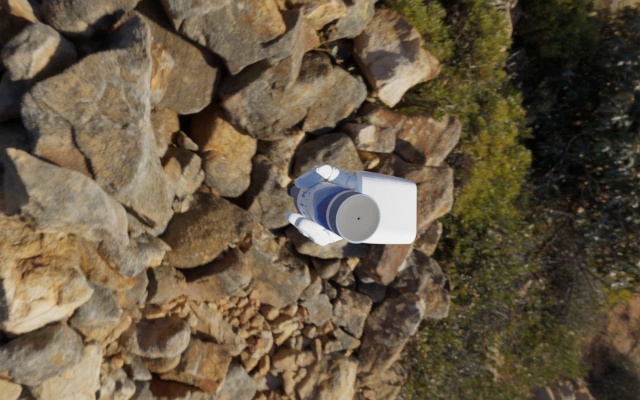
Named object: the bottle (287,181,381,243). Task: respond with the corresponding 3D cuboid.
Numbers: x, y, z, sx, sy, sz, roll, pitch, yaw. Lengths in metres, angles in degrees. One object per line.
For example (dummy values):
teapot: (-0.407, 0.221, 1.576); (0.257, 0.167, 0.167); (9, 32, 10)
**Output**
bottle: (0.000, 0.003, 0.763); (0.069, 0.069, 0.295); (0, 8, -20)
